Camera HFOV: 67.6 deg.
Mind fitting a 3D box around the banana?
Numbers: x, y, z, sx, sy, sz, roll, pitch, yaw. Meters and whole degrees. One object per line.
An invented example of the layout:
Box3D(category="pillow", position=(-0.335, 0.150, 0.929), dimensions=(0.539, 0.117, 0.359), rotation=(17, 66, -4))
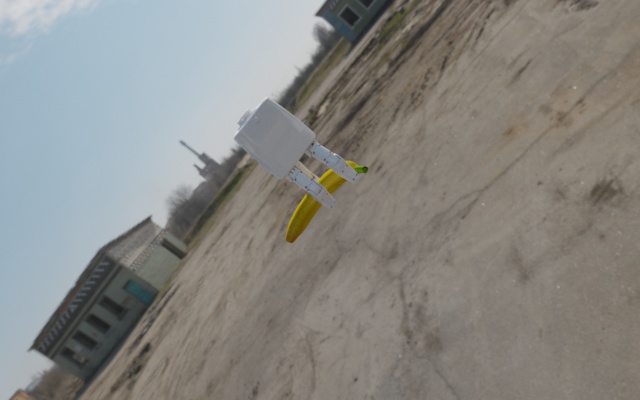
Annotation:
Box3D(category="banana", position=(0.001, -0.007, 0.860), dimensions=(0.037, 0.198, 0.069), rotation=(39, 15, -20))
